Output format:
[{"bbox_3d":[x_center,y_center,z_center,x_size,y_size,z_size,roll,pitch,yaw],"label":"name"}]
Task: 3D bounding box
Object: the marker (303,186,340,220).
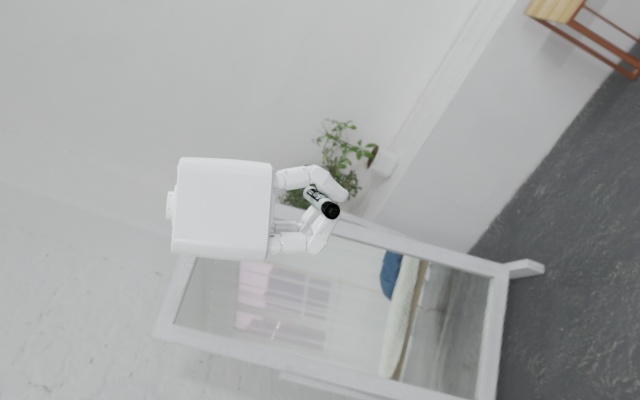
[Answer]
[{"bbox_3d":[0.000,0.002,0.573,0.020,0.020,0.121,0,11,-14],"label":"marker"}]
